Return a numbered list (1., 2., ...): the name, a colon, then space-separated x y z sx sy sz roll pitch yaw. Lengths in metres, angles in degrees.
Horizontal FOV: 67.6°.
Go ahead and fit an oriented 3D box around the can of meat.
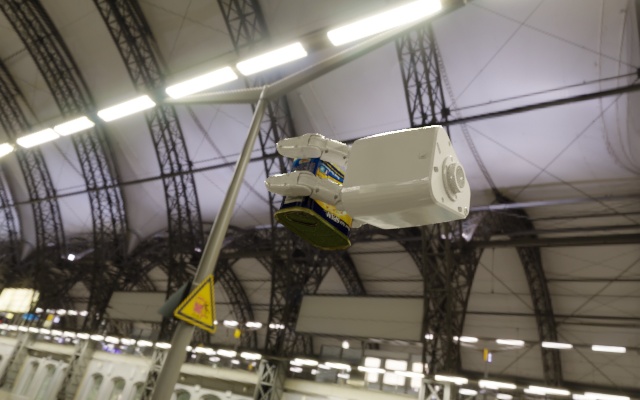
1. can of meat: 0.000 0.002 0.589 0.057 0.084 0.102 -11 -36 40
